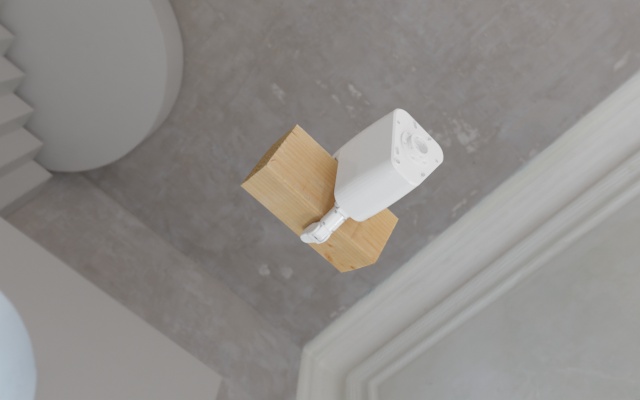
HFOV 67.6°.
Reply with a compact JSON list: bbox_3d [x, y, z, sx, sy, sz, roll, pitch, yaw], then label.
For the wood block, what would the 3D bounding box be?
[{"bbox_3d":[0.000,0.002,0.698,0.206,0.090,0.090,42,-33,-14],"label":"wood block"}]
